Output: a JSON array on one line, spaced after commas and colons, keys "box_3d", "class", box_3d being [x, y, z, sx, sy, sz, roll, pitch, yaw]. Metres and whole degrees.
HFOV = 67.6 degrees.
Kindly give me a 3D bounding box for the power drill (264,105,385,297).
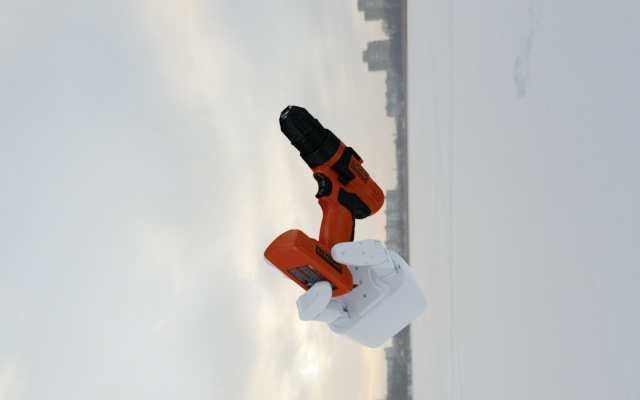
[{"box_3d": [0.000, 0.002, 0.553, 0.057, 0.187, 0.184, -21, -53, 40], "class": "power drill"}]
